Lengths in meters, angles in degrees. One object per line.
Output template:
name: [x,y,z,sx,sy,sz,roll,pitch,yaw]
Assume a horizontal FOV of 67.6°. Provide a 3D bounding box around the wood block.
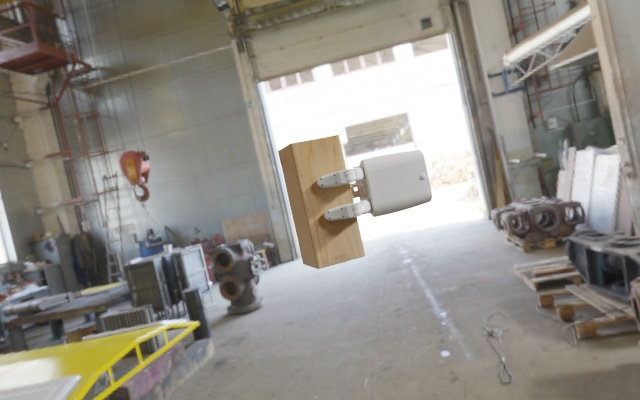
wood block: [0.000,0.002,0.814,0.090,0.206,0.091,-13,2,-17]
